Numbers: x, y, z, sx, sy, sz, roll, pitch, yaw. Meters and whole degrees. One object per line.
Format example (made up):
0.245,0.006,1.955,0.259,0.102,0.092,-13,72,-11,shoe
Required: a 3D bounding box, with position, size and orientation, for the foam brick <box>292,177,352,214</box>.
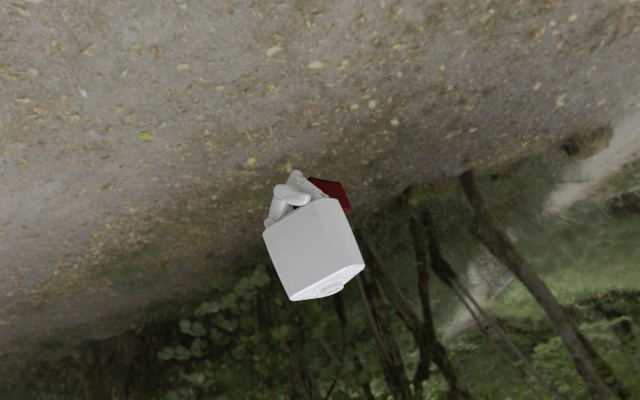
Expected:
0.000,0.002,0.737,0.053,0.051,0.078,-39,-27,30,foam brick
